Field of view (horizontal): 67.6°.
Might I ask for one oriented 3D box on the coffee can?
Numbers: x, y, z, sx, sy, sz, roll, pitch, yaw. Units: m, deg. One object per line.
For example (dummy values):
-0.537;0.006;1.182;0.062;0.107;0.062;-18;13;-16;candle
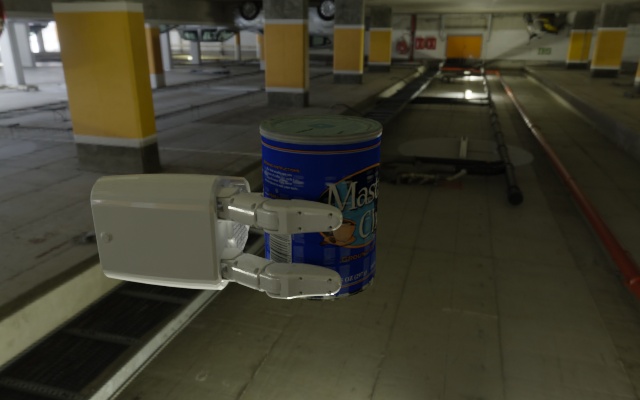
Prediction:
0.000;0.001;0.423;0.103;0.140;0.102;0;19;0;coffee can
